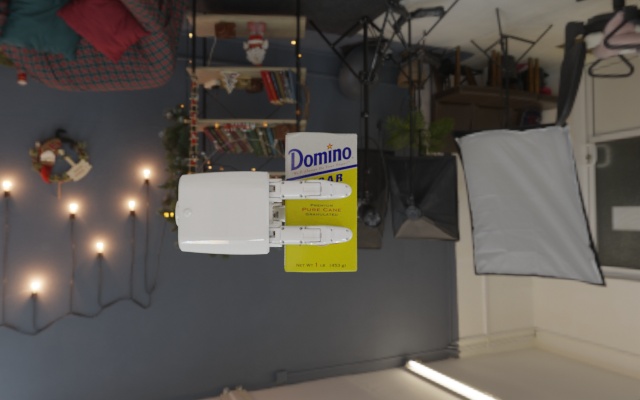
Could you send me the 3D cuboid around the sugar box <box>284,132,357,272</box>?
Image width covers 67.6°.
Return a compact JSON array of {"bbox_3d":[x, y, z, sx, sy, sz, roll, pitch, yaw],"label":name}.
[{"bbox_3d":[0.000,0.002,0.616,0.093,0.176,0.048,0,-1,-5],"label":"sugar box"}]
